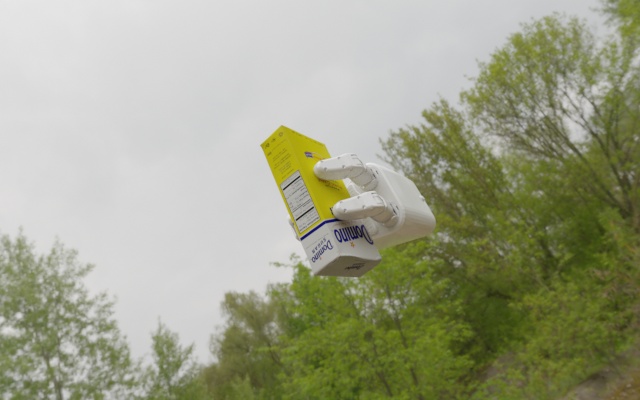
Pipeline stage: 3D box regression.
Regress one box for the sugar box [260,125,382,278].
[{"bbox_3d":[0.001,0.001,0.551,0.048,0.176,0.093,-40,-28,23],"label":"sugar box"}]
